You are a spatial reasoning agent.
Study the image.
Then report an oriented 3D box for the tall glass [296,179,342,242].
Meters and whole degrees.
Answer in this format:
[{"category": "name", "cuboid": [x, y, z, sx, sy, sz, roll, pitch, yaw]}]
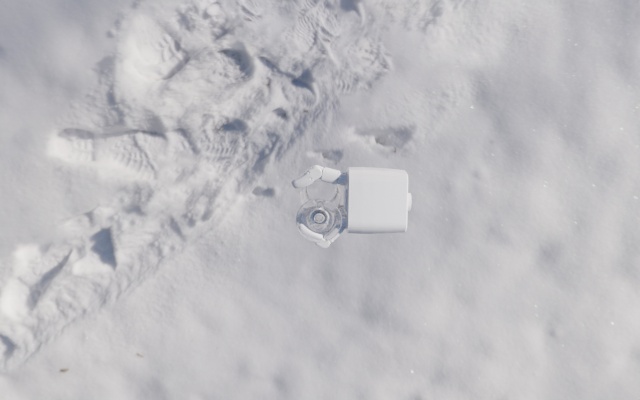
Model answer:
[{"category": "tall glass", "cuboid": [0.000, 0.003, 0.854, 0.079, 0.079, 0.201, 0, 18, 1]}]
